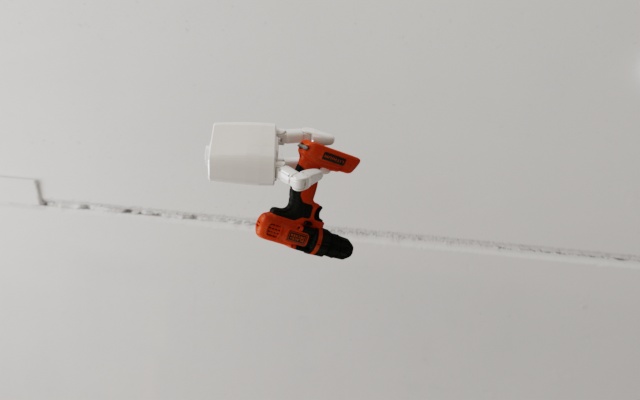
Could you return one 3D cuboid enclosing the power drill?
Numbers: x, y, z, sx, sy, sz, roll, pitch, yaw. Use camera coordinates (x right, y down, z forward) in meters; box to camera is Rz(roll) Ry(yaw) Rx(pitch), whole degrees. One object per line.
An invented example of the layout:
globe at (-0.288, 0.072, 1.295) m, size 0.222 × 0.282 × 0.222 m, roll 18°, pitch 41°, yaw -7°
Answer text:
power drill at (0.000, 0.002, 0.820) m, size 0.184 × 0.187 × 0.057 m, roll 18°, pitch 5°, yaw -24°
